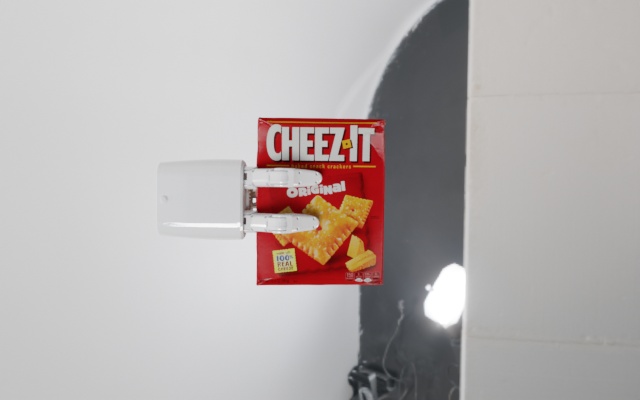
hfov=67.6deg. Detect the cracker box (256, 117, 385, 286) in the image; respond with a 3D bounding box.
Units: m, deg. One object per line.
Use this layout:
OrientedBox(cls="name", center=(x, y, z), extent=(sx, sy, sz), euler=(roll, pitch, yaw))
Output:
OrientedBox(cls="cracker box", center=(0.000, 0.002, 0.624), extent=(0.164, 0.213, 0.072), euler=(1, 2, -1))
